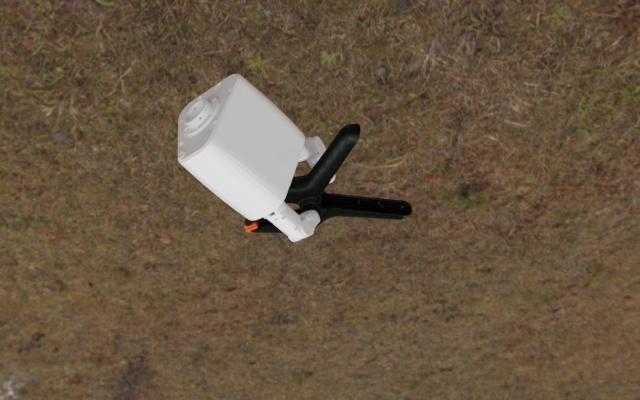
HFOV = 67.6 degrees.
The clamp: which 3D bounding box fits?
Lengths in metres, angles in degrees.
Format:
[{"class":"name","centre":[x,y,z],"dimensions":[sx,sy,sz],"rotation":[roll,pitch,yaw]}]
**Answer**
[{"class":"clamp","centre":[-0.001,0.003,0.595],"dimensions":[0.210,0.036,0.165],"rotation":[-24,-47,27]}]
